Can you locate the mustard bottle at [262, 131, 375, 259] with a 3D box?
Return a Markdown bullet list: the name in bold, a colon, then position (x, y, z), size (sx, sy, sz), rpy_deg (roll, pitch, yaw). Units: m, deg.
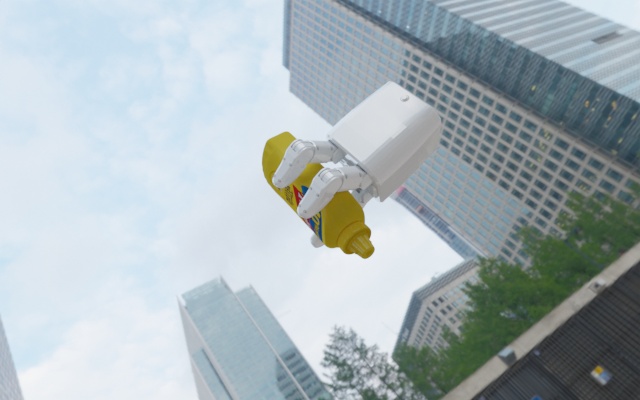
- **mustard bottle**: position (0.000, 0.002, 0.581), size (0.058, 0.096, 0.191), rpy_deg (-28, 52, -22)
